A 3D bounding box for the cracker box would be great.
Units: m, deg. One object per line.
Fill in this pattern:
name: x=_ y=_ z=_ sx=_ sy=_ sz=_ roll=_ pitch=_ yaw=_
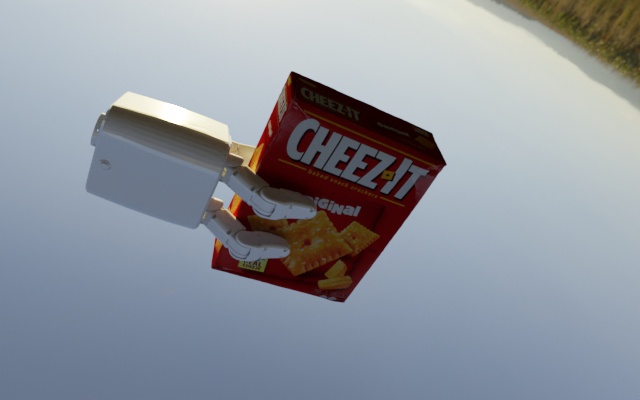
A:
cracker box: x=0.000 y=0.002 z=0.498 sx=0.164 sy=0.214 sz=0.072 roll=19 pitch=33 yaw=-19
